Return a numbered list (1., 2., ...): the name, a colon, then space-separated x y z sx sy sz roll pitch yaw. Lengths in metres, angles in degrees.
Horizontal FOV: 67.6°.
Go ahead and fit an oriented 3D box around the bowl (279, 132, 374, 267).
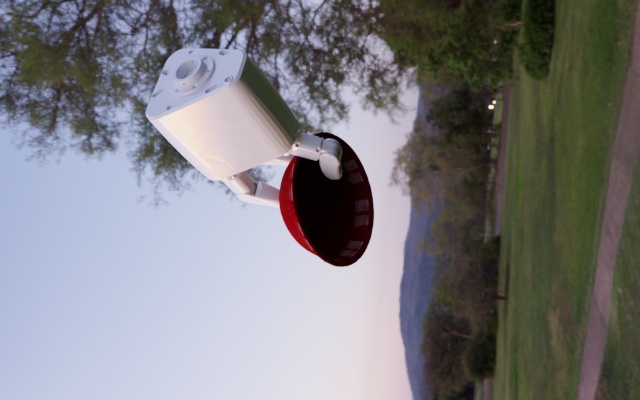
1. bowl: 0.000 0.003 0.582 0.055 0.162 0.162 -12 -7 38
